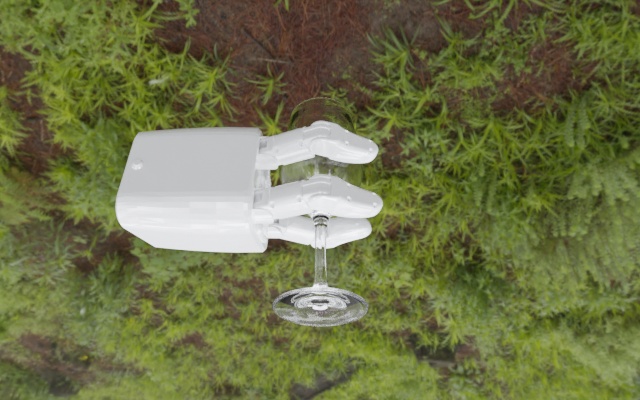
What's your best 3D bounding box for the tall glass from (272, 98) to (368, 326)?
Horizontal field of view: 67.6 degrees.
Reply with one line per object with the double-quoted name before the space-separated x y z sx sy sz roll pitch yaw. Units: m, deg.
"tall glass" 0.000 0.002 0.422 0.079 0.201 0.079 1 -34 0
